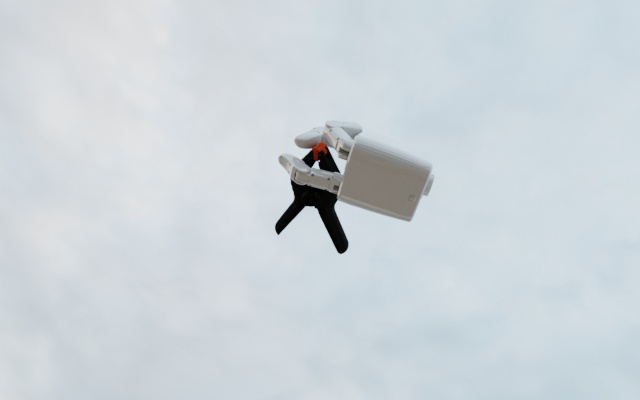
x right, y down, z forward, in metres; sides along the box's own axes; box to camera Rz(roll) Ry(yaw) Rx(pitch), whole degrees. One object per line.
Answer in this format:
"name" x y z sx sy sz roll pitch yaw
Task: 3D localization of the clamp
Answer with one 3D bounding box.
"clamp" 0.000 0.002 0.703 0.120 0.172 0.039 20 35 7
